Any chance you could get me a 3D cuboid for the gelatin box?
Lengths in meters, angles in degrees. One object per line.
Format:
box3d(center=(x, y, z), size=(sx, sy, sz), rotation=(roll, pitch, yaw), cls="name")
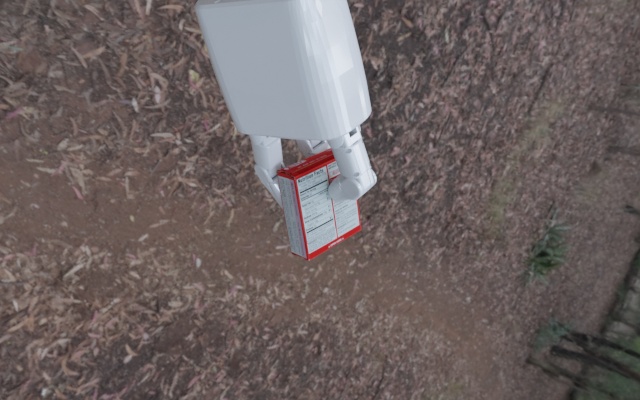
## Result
box3d(center=(0.000, 0.002, 0.456), size=(0.073, 0.089, 0.030), rotation=(-27, 30, -35), cls="gelatin box")
